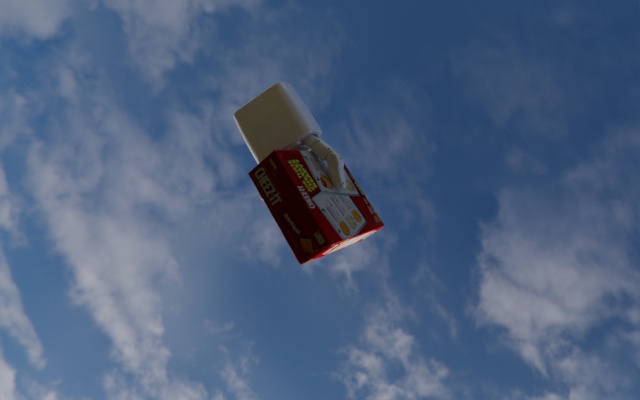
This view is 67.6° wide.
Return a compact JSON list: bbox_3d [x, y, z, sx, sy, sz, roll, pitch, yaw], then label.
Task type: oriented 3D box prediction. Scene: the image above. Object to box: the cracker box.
[{"bbox_3d":[0.000,0.002,0.778,0.072,0.164,0.213,-37,-12,26],"label":"cracker box"}]
